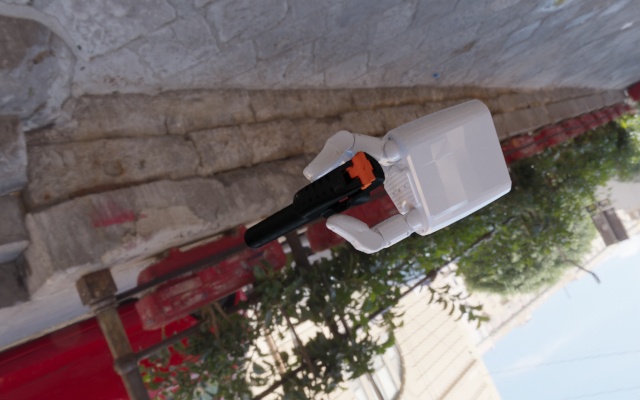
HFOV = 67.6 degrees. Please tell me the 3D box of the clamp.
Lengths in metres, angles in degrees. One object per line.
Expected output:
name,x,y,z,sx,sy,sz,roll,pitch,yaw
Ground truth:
clamp,0.001,0.002,0.488,0.164,0.036,0.210,-24,-6,-13
